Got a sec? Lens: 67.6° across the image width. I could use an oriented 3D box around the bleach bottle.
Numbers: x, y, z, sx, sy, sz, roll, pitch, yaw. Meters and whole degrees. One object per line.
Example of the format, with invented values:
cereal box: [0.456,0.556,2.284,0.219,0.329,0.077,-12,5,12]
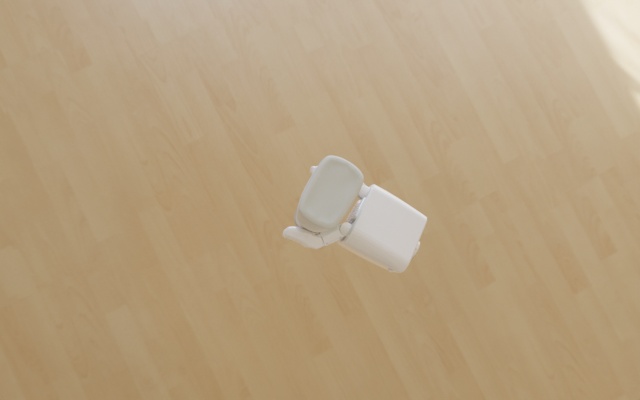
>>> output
bleach bottle: [0.000,0.003,0.764,0.068,0.102,0.251,31,-8,-2]
